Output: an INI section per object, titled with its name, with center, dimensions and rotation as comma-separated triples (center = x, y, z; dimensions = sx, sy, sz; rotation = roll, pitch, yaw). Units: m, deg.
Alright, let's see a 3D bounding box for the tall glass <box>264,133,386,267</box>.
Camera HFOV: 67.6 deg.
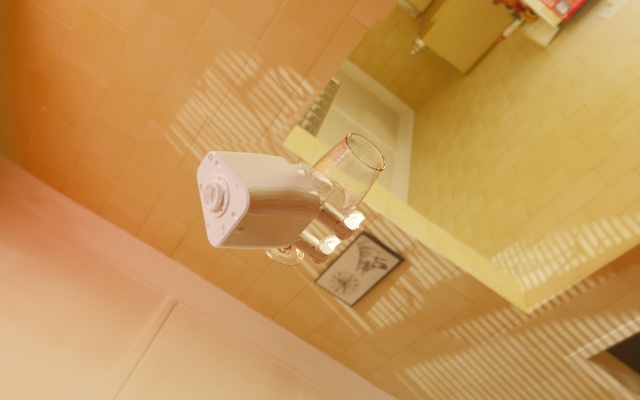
[tall glass]
center = 0.000, 0.002, 0.638
dimensions = 0.079, 0.079, 0.201
rotation = 0, -39, -47
